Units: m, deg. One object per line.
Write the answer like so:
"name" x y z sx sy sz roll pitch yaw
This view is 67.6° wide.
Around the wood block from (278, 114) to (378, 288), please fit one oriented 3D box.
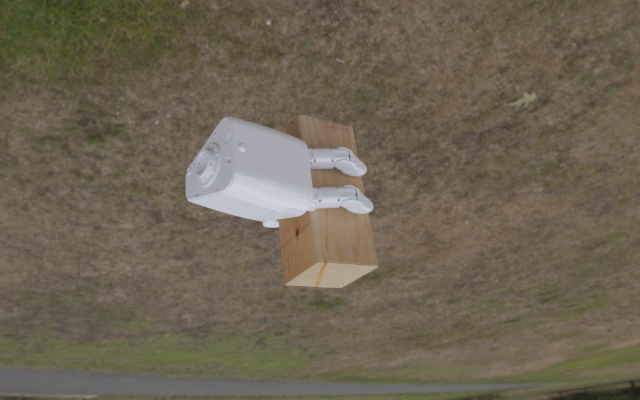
"wood block" 0.000 0.002 0.635 0.090 0.206 0.091 8 -30 -30
